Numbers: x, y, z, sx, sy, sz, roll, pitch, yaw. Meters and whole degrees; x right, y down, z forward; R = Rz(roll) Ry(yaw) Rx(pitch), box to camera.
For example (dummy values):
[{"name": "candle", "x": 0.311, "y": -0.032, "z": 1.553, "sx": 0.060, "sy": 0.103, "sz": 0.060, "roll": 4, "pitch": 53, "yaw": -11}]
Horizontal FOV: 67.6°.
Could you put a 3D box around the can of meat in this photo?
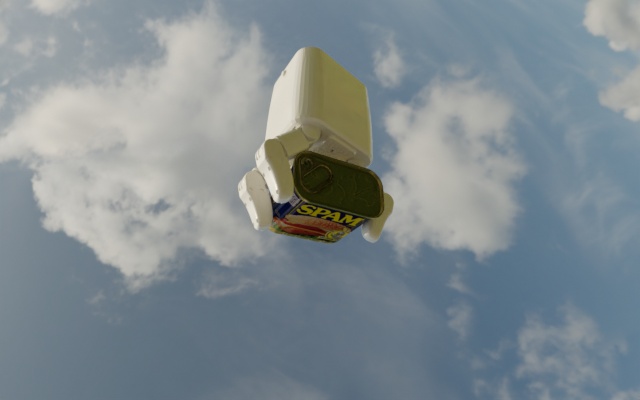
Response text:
[{"name": "can of meat", "x": 0.000, "y": 0.002, "z": 0.495, "sx": 0.102, "sy": 0.057, "sz": 0.084, "roll": 15, "pitch": -32, "yaw": -25}]
